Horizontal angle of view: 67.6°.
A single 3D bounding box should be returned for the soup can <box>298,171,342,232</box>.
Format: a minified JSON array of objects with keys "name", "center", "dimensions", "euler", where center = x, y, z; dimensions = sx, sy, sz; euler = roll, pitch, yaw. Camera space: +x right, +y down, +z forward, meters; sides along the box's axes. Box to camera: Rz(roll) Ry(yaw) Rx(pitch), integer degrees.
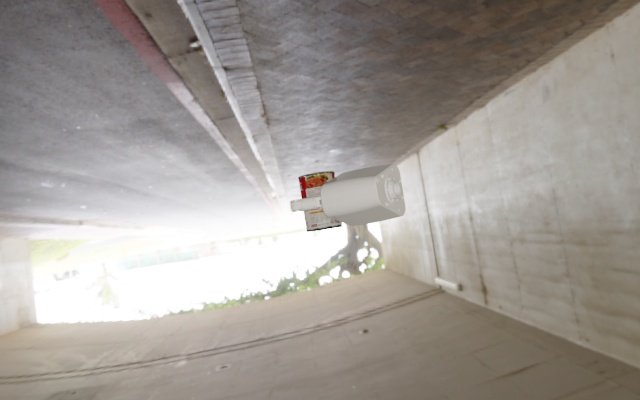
[{"name":"soup can","center":[0.000,0.003,0.867],"dimensions":[0.068,0.102,0.068],"euler":[-9,-3,-1]}]
